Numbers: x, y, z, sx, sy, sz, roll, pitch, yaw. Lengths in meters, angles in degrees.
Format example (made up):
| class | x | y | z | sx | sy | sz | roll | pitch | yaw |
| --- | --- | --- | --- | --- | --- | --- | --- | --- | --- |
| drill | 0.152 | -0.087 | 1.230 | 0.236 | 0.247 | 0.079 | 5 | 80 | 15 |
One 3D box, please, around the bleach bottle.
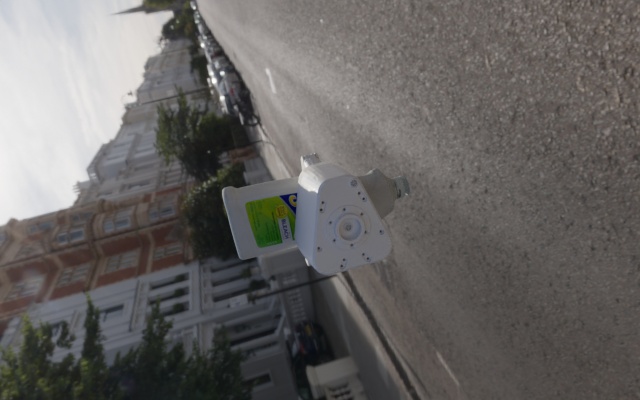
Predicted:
| class | x | y | z | sx | sy | sz | roll | pitch | yaw |
| --- | --- | --- | --- | --- | --- | --- | --- | --- | --- |
| bleach bottle | 0.000 | 0.002 | 0.658 | 0.251 | 0.102 | 0.068 | -15 | 14 | -9 |
